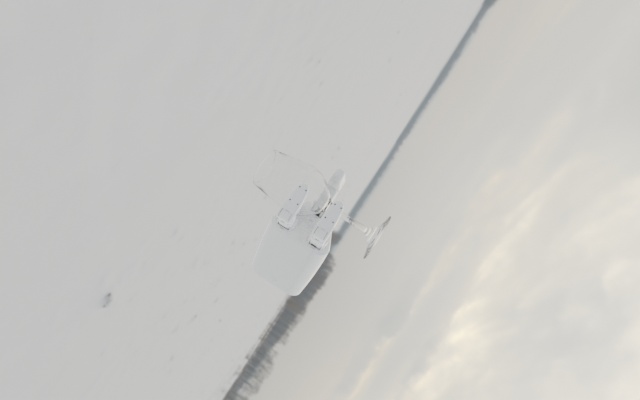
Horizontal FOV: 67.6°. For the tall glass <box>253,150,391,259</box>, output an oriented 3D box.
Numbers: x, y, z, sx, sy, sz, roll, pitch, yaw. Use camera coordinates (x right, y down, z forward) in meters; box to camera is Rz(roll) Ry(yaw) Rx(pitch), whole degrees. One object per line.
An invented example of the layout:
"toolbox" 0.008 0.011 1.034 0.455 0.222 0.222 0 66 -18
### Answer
"tall glass" 0.001 0.003 0.711 0.201 0.079 0.079 32 3 5
